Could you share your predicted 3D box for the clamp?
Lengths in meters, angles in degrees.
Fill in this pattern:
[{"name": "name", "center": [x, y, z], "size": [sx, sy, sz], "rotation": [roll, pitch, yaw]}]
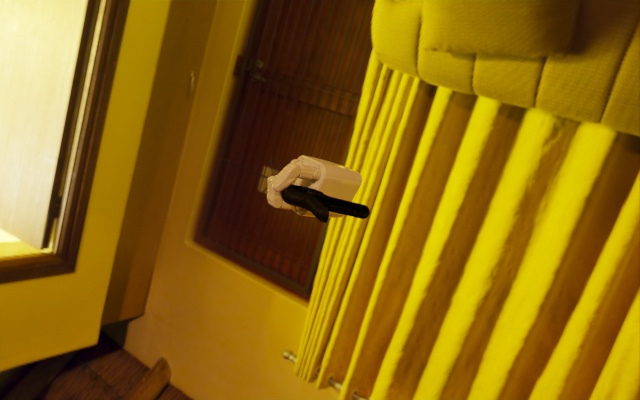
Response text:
[{"name": "clamp", "center": [0.000, 0.003, 0.842], "size": [0.120, 0.039, 0.171], "rotation": [8, 13, -41]}]
